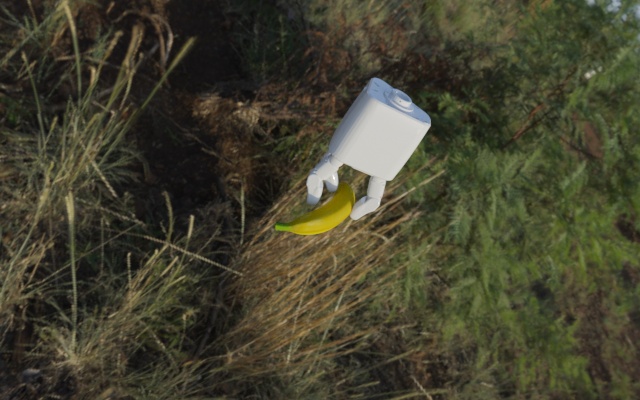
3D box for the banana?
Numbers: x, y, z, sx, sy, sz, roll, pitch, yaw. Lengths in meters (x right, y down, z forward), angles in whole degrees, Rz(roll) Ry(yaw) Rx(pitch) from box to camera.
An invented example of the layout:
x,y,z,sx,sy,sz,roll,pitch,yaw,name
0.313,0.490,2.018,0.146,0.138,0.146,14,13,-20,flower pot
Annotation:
x,y,z,sx,sy,sz,roll,pitch,yaw,name
0.013,0.012,0.766,0.069,0.037,0.197,28,33,23,banana
